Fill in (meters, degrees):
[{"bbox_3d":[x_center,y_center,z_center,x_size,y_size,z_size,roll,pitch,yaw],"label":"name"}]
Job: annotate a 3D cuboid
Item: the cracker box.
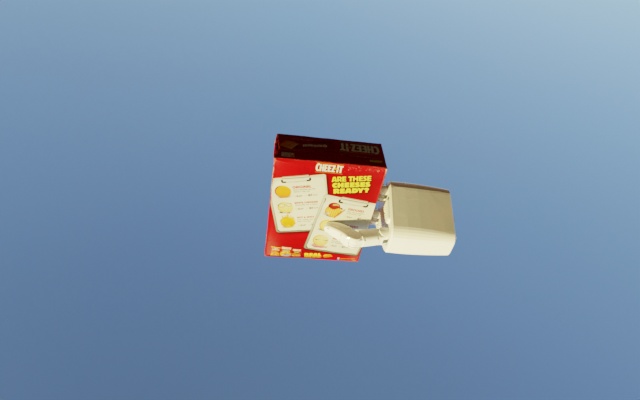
[{"bbox_3d":[0.000,0.003,0.763,0.164,0.214,0.072,5,43,-7],"label":"cracker box"}]
